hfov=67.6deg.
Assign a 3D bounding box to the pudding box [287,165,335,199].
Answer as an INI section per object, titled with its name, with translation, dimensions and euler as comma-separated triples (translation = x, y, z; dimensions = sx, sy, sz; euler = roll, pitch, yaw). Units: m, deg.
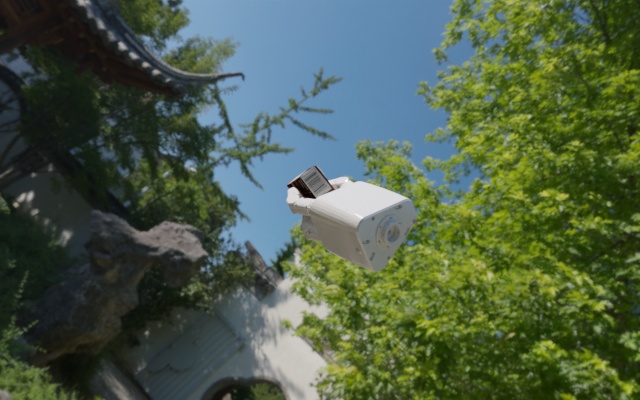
[pudding box]
translation = 0.000, 0.002, 0.784
dimensions = 0.039, 0.113, 0.090
euler = -37, 4, -19
